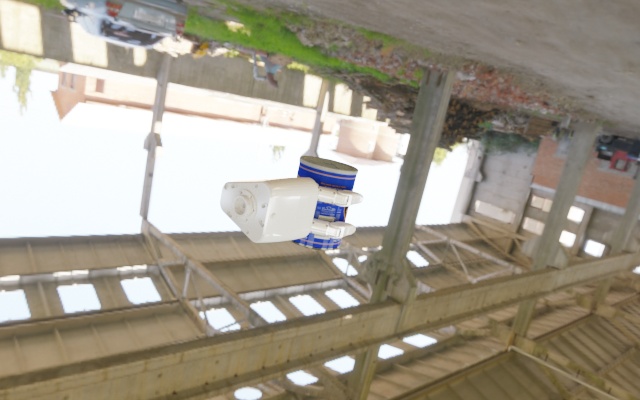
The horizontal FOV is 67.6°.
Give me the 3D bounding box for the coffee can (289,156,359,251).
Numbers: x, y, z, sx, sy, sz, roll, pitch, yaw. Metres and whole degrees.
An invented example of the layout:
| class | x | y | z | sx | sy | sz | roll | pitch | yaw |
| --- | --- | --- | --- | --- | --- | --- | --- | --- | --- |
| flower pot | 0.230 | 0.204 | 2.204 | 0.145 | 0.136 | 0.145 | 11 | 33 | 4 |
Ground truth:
| class | x | y | z | sx | sy | sz | roll | pitch | yaw |
| --- | --- | --- | --- | --- | --- | --- | --- | --- | --- |
| coffee can | 0.000 | 0.003 | 0.826 | 0.103 | 0.140 | 0.102 | 12 | 13 | -3 |
